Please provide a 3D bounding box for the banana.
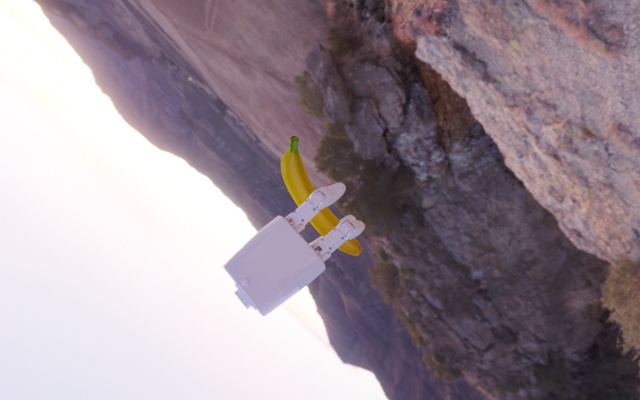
[{"bbox_3d":[-0.008,0.003,0.716,0.037,0.198,0.069,-33,2,-24],"label":"banana"}]
